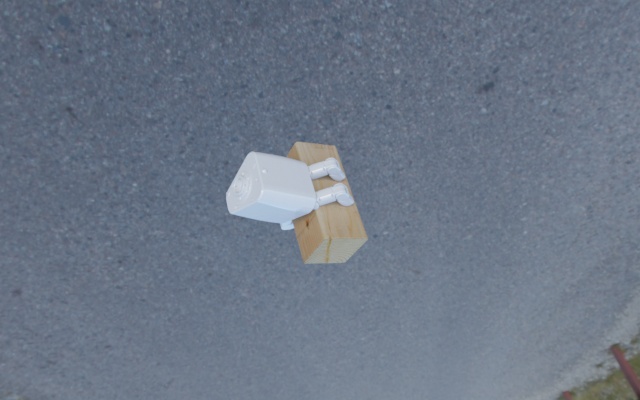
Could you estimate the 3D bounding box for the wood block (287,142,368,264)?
[{"bbox_3d":[0.000,0.003,0.875,0.090,0.206,0.091,2,-35,-30],"label":"wood block"}]
